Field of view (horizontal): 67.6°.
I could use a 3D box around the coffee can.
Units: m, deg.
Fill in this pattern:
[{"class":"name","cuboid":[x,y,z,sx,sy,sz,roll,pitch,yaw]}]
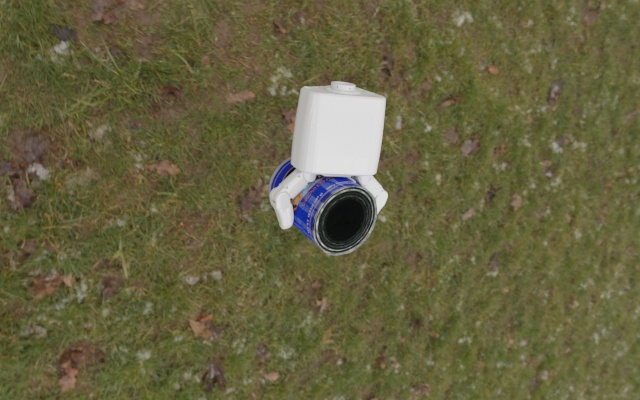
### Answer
[{"class":"coffee can","cuboid":[0.000,0.002,0.691,0.103,0.103,0.140,0,22,-33]}]
